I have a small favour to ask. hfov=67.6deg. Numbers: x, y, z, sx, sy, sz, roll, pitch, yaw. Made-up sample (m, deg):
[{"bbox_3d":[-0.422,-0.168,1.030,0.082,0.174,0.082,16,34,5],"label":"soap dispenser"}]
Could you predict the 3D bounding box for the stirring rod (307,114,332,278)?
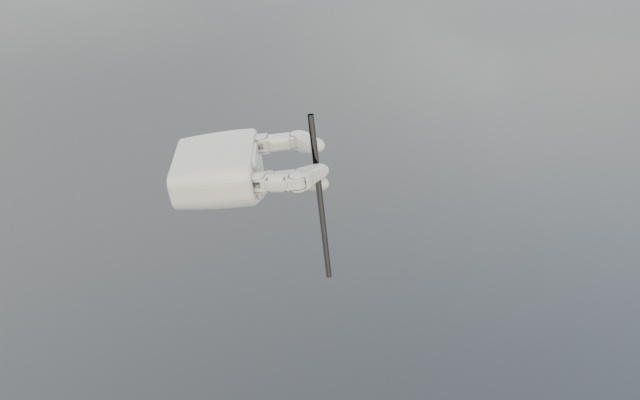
[{"bbox_3d":[0.000,0.002,0.639,0.011,0.240,0.011,-5,26,3],"label":"stirring rod"}]
